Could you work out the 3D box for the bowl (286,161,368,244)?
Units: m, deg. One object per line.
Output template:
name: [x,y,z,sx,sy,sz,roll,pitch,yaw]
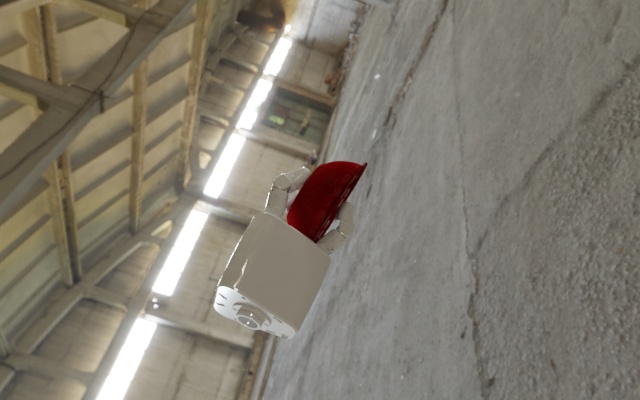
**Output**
bowl: [0.000,0.001,0.665,0.055,0.162,0.162,33,3,5]
